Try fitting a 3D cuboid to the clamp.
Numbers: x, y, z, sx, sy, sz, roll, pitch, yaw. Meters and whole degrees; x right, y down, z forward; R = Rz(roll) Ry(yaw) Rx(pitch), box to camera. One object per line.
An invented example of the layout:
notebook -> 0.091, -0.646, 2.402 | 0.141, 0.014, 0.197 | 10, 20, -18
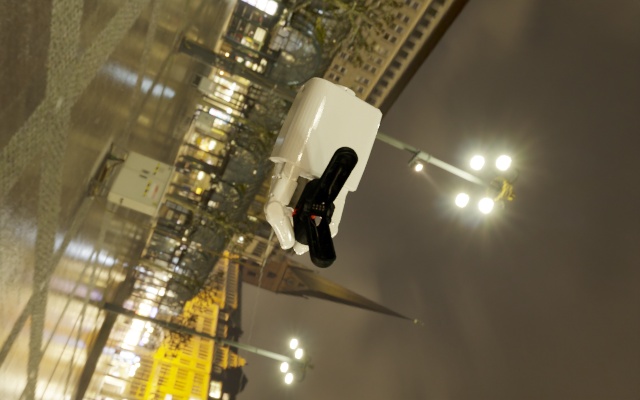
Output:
clamp -> 0.001, 0.002, 0.529 | 0.039, 0.120, 0.171 | 21, -1, -15
